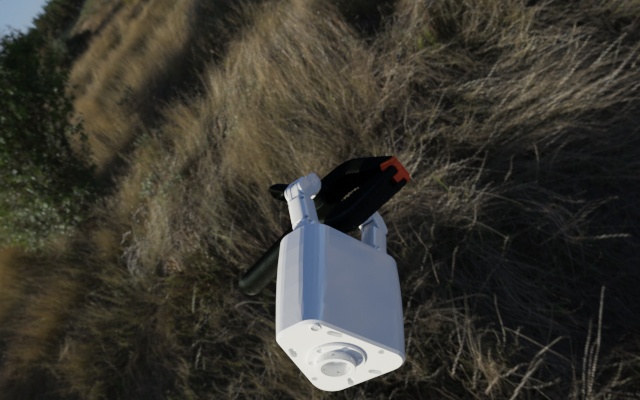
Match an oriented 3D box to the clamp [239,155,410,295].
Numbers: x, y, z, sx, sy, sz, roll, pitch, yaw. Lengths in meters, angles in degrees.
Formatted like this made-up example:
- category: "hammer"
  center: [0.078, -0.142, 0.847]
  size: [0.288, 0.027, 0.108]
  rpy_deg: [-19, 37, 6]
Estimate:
- category: "clamp"
  center: [0.000, 0.001, 0.528]
  size: [0.210, 0.164, 0.036]
  rpy_deg: [-31, -57, 25]
